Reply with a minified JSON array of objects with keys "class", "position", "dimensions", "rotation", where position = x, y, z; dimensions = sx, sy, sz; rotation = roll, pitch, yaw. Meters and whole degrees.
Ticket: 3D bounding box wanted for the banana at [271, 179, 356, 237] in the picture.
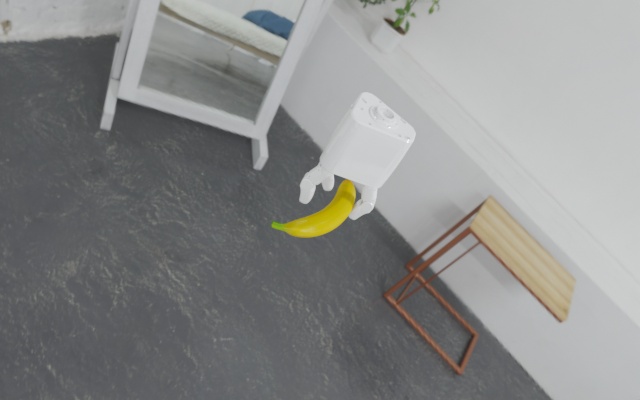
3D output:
[{"class":"banana","position":[0.011,0.016,0.802],"dimensions":[0.197,0.069,0.037],"rotation":[-29,-23,-42]}]
